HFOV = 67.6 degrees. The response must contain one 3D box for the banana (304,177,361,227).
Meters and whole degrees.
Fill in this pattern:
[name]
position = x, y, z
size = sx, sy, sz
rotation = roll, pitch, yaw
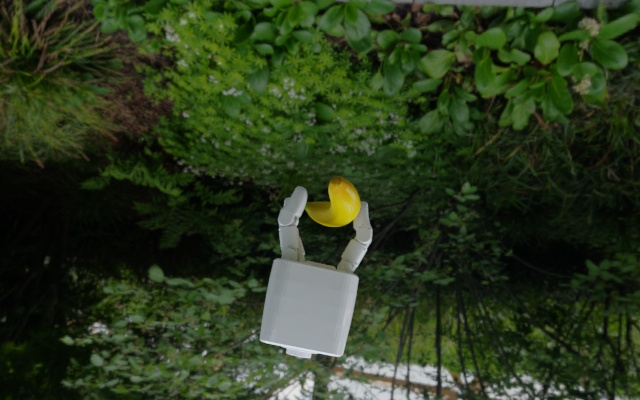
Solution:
[banana]
position = 0.016, 0.008, 0.635
size = 0.069, 0.037, 0.198
rotation = 18, -14, -13
